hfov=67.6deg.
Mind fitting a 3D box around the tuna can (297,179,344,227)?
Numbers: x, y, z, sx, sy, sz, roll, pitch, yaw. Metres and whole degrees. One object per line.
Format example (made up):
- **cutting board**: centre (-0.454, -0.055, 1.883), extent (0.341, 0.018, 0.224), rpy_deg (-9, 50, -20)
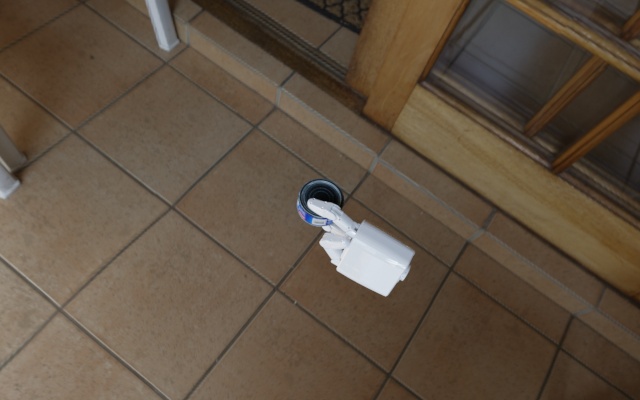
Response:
- **tuna can**: centre (0.000, 0.003, 0.878), extent (0.086, 0.086, 0.034), rpy_deg (0, -29, -7)
